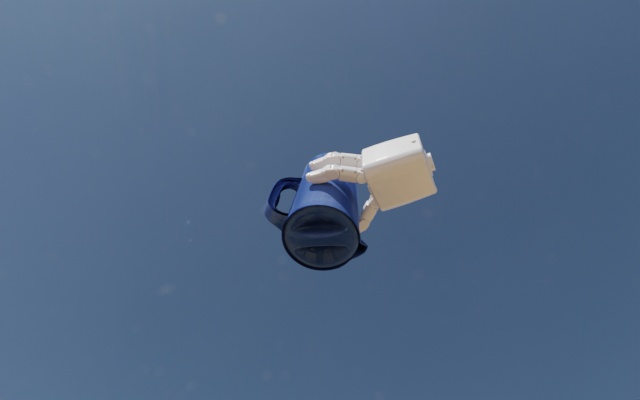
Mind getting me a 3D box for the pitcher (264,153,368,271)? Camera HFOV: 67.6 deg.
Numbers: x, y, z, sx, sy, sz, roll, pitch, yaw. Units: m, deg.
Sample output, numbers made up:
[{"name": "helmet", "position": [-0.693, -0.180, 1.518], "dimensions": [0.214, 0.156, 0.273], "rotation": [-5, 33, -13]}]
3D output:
[{"name": "pitcher", "position": [0.000, 0.003, 0.889], "dimensions": [0.145, 0.149, 0.242], "rotation": [-20, 27, 16]}]
